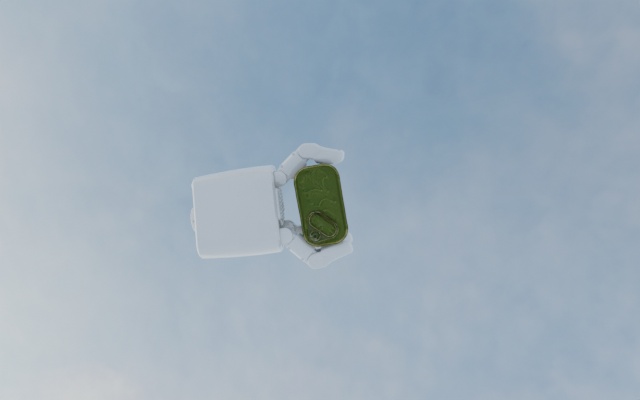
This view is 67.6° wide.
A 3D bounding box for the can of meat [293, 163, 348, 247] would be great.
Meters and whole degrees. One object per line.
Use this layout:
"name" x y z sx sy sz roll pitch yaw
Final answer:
"can of meat" 0.000 0.002 0.628 0.057 0.102 0.084 -10 6 0
